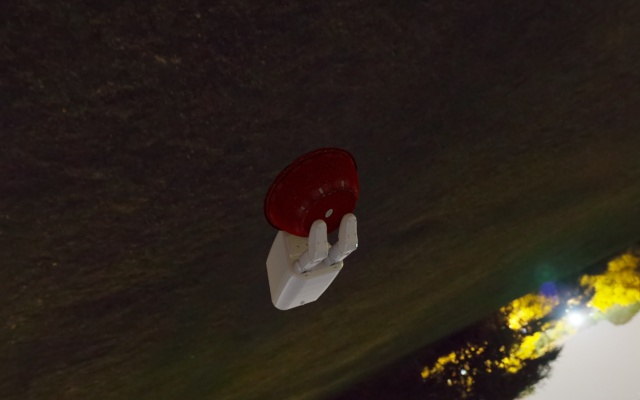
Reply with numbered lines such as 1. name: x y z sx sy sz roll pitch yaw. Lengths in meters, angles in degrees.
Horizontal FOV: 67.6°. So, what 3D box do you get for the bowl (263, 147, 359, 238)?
1. bowl: 0.000 0.002 0.696 0.162 0.162 0.055 0 40 -42
